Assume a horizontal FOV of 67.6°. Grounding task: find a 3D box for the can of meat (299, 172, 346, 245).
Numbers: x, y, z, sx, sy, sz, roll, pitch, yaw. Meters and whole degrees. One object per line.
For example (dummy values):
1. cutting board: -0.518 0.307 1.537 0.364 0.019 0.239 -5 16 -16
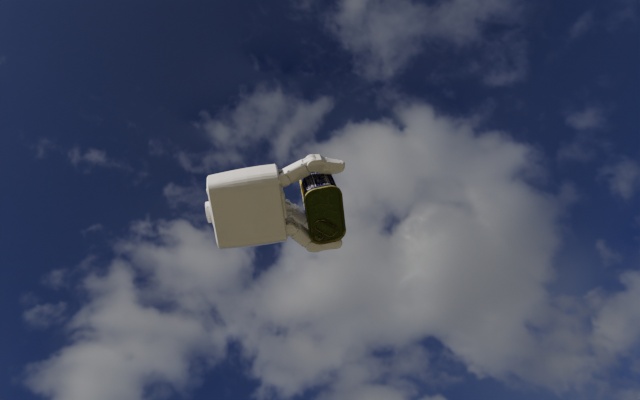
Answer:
1. can of meat: 0.000 0.002 0.743 0.057 0.102 0.084 -12 33 -5
